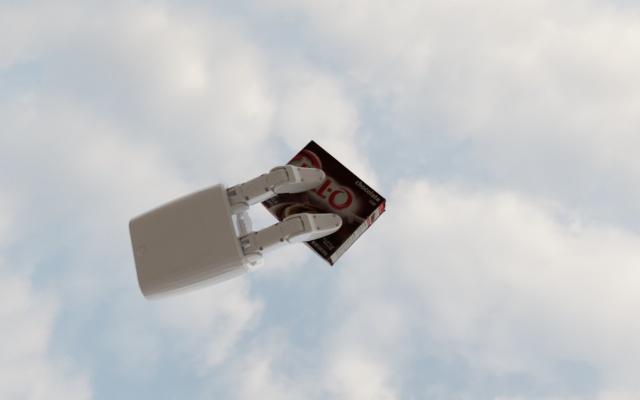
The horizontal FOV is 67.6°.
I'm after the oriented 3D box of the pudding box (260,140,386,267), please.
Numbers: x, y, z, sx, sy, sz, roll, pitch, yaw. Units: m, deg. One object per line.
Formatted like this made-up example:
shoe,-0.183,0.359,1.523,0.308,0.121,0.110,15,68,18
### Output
pudding box,0.000,0.002,0.515,0.113,0.090,0.039,41,-11,19
